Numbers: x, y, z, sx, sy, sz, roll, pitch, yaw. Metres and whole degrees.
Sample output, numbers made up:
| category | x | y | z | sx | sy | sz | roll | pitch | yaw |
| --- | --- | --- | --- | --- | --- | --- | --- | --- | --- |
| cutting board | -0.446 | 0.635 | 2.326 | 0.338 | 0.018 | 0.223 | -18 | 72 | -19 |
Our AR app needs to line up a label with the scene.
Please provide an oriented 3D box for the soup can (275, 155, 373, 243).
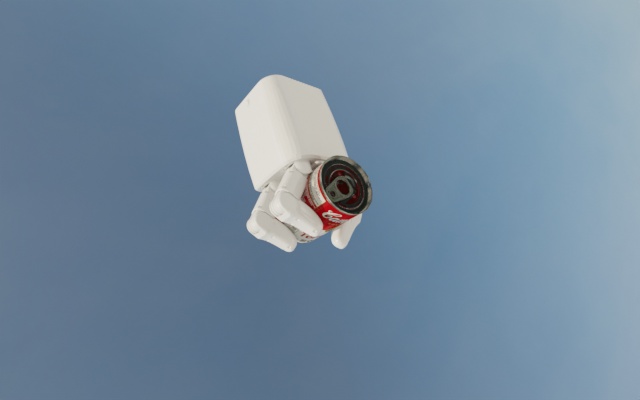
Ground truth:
| category | x | y | z | sx | sy | sz | roll | pitch | yaw |
| --- | --- | --- | --- | --- | --- | --- | --- | --- | --- |
| soup can | 0.000 | 0.002 | 0.537 | 0.068 | 0.068 | 0.102 | 0 | -22 | -37 |
